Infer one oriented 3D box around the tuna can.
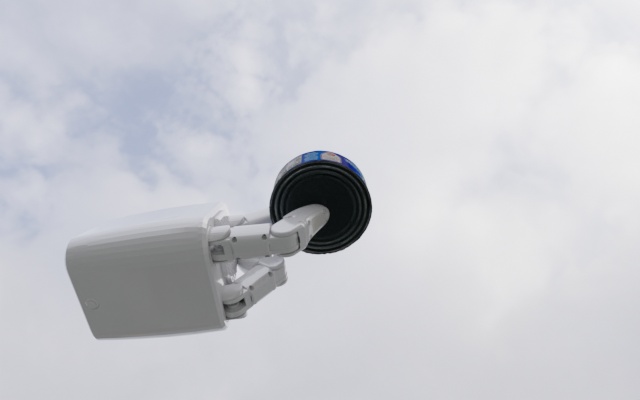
[{"bbox_3d":[0.000,0.001,0.411,0.086,0.086,0.033,0,23,-1],"label":"tuna can"}]
